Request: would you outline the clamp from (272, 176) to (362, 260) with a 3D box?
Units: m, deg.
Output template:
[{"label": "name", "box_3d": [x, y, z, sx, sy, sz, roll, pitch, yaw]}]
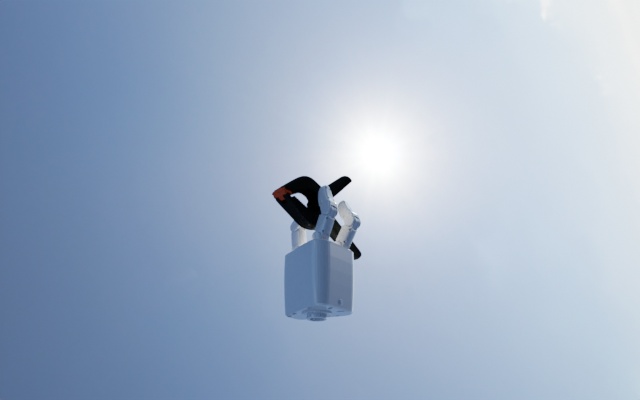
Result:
[{"label": "clamp", "box_3d": [-0.001, 0.003, 0.834, 0.036, 0.164, 0.210, -23, -34, 34]}]
